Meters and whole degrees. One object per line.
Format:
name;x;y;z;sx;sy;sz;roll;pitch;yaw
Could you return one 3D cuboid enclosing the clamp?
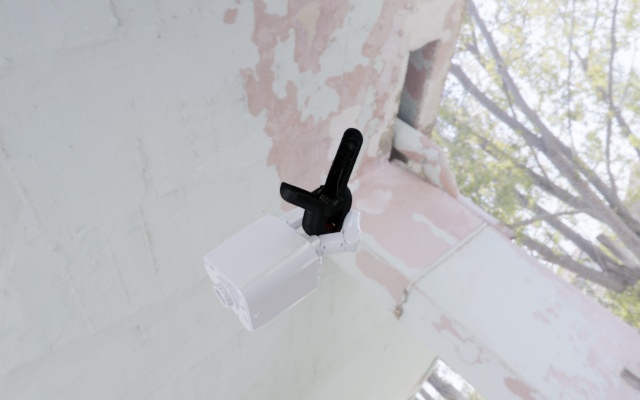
clamp;0.000;0.002;0.579;0.120;0.172;0.039;-31;55;-26
